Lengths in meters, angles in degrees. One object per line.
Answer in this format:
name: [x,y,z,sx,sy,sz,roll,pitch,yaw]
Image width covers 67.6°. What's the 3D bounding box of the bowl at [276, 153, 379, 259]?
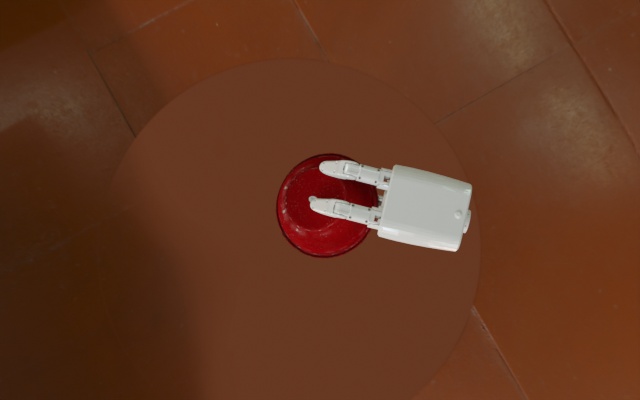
bowl: [-0.001,0.002,0.698,0.162,0.162,0.055,0,-10,18]
